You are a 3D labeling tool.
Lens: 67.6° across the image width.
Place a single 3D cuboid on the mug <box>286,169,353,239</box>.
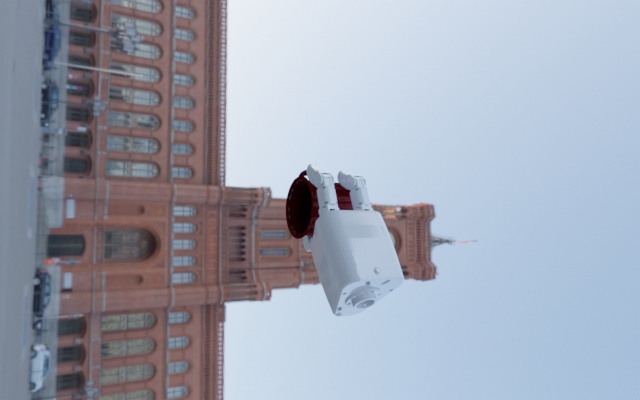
[{"bbox_3d":[0.000,0.001,0.728,0.081,0.117,0.093,3,-37,-28],"label":"mug"}]
